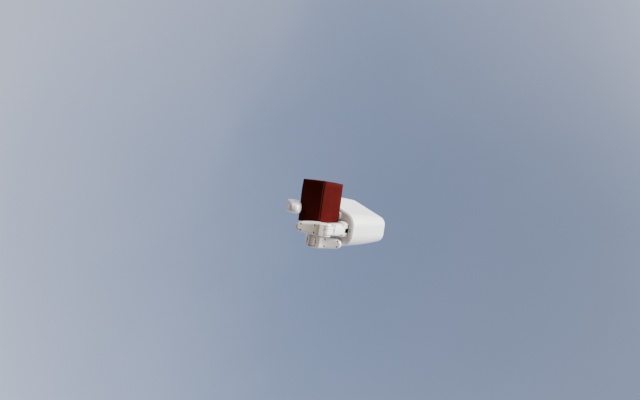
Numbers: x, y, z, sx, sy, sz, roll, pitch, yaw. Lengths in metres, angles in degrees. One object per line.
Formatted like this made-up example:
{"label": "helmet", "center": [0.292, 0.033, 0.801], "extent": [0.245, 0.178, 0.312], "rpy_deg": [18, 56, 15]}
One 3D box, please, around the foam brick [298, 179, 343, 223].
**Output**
{"label": "foam brick", "center": [0.000, 0.002, 0.844], "extent": [0.053, 0.078, 0.051], "rpy_deg": [13, 7, 42]}
